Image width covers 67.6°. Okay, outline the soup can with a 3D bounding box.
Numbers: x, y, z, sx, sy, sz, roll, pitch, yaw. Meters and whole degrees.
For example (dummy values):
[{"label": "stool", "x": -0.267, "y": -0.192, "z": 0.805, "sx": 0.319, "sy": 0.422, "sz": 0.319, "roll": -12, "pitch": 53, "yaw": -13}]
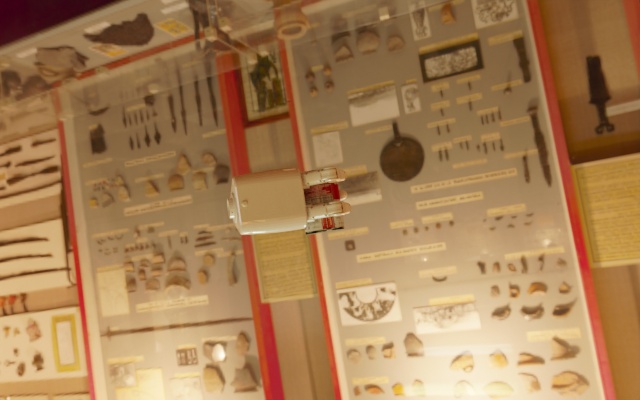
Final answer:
[{"label": "soup can", "x": 0.001, "y": 0.003, "z": 0.802, "sx": 0.068, "sy": 0.102, "sz": 0.068, "roll": -9, "pitch": -4, "yaw": -1}]
